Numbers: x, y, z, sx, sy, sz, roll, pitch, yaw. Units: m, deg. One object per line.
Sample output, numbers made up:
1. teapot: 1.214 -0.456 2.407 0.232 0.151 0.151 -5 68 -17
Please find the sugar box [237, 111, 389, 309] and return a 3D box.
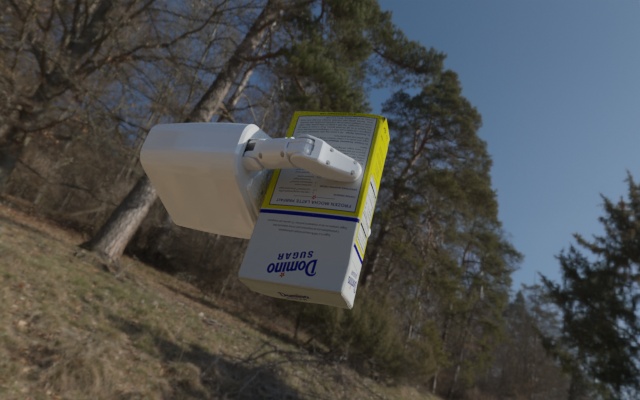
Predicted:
1. sugar box: 0.000 0.002 0.426 0.093 0.176 0.048 6 -27 20
